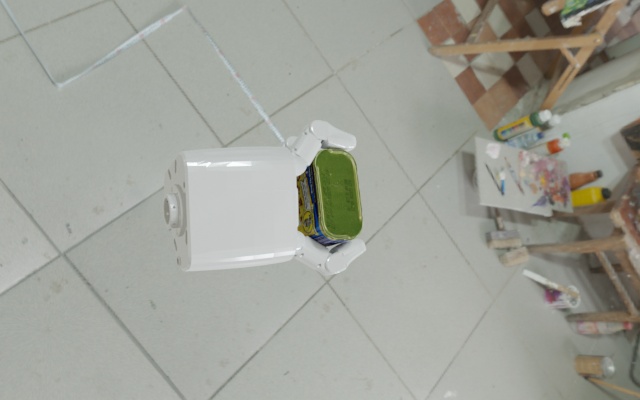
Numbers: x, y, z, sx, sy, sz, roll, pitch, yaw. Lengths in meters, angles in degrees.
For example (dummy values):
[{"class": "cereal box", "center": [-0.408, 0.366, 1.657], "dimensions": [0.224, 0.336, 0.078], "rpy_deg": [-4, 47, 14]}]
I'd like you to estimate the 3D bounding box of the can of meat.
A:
[{"class": "can of meat", "center": [0.000, 0.002, 0.523], "dimensions": [0.057, 0.102, 0.084], "rpy_deg": [0, -13, -29]}]
